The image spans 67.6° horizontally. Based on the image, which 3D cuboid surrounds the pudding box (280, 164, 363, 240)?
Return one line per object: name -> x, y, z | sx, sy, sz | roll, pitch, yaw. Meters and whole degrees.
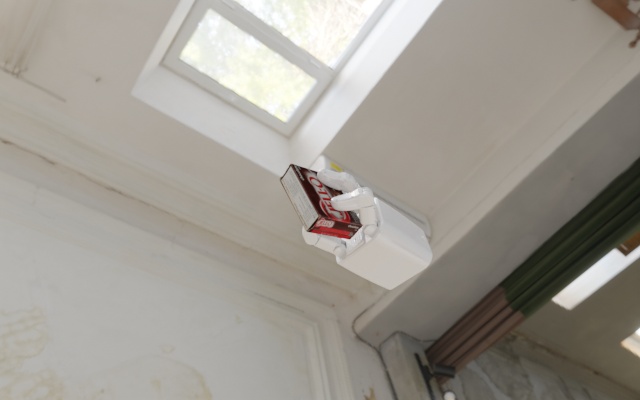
pudding box -> 0.000, 0.002, 0.705 | 0.090, 0.039, 0.113 | 15, 33, -44
